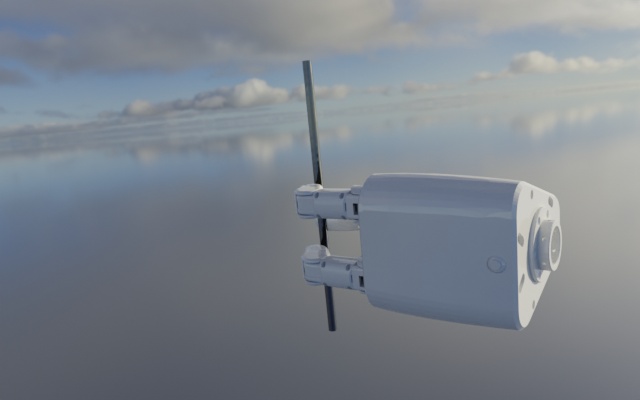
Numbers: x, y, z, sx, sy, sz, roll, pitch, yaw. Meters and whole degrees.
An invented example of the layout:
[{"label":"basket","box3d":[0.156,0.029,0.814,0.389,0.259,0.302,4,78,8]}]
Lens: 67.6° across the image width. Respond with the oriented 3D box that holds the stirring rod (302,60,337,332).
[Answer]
[{"label":"stirring rod","box3d":[0.000,0.001,0.420,0.011,0.239,0.011,-5,10,1]}]
